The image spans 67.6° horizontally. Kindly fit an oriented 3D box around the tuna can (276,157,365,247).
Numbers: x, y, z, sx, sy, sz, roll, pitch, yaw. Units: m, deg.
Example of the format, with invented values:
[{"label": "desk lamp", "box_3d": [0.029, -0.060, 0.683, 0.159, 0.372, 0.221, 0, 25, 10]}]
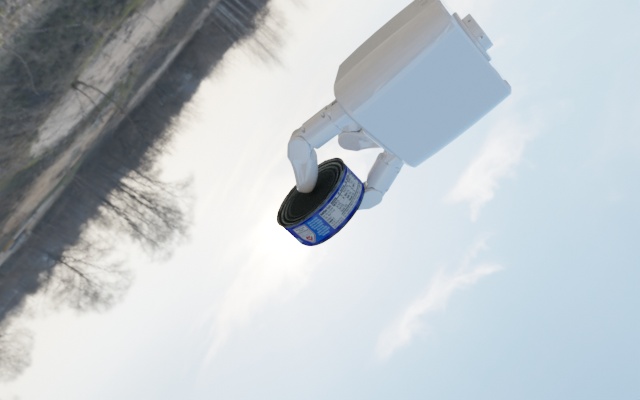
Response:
[{"label": "tuna can", "box_3d": [0.000, 0.002, 0.454, 0.034, 0.086, 0.086, 44, -20, -22]}]
